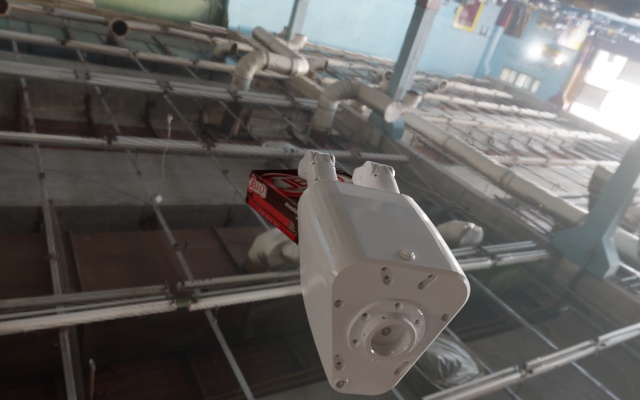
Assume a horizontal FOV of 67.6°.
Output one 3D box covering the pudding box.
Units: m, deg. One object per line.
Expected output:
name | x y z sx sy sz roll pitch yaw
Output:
pudding box | 0.000 0.002 0.448 0.113 0.039 0.090 -2 27 -41
